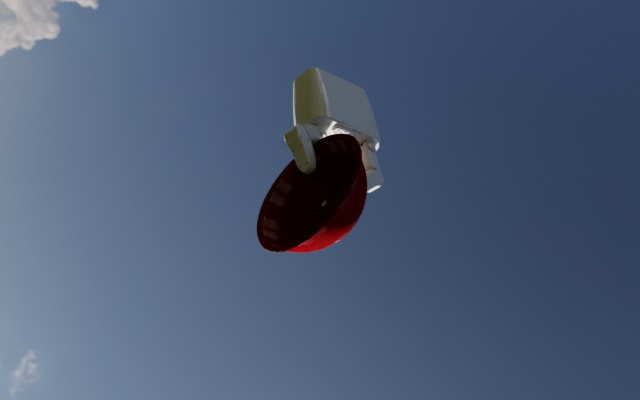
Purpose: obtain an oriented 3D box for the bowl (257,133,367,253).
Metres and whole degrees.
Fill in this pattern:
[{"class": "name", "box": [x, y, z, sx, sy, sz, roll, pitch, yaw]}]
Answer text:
[{"class": "bowl", "box": [0.000, 0.003, 0.554, 0.055, 0.162, 0.162, 40, -23, -30]}]
